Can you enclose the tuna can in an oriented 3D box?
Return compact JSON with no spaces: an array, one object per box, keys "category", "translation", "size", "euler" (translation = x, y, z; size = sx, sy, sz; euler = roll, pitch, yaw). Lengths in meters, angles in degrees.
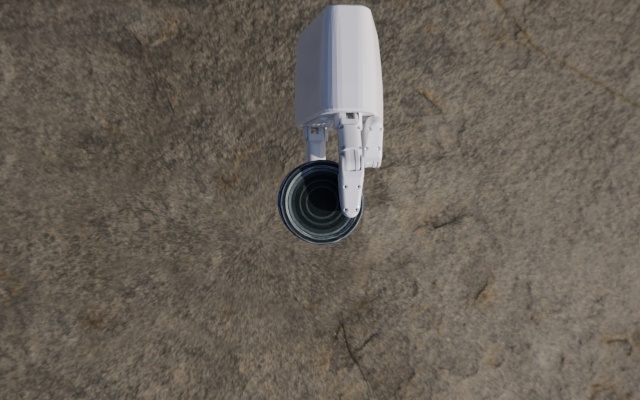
[{"category":"tuna can","translation":[0.000,0.002,0.483],"size":[0.086,0.086,0.034],"euler":[0,1,-8]}]
